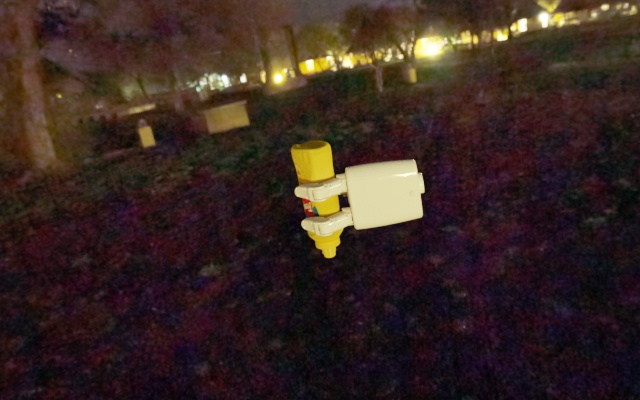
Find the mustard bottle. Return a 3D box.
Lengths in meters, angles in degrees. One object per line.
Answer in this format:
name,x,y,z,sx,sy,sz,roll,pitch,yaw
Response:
mustard bottle,0.000,0.002,0.776,0.058,0.192,0.096,-16,17,-17
